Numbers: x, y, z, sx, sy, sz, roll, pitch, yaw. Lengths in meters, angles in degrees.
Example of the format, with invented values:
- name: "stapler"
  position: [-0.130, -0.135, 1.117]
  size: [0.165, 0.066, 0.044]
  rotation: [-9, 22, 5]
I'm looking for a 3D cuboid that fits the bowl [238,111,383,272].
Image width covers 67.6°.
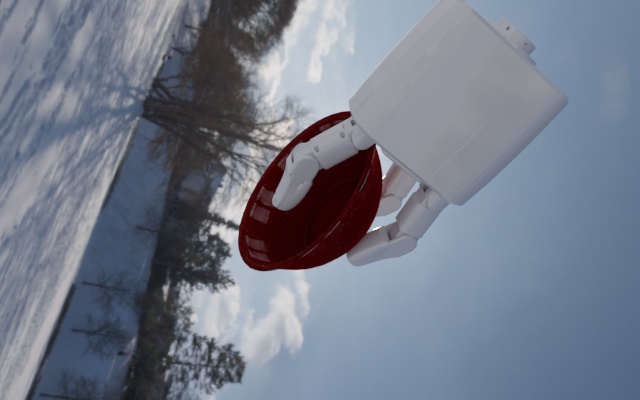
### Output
- name: "bowl"
  position: [-0.001, 0.002, 0.422]
  size: [0.055, 0.162, 0.162]
  rotation: [38, -22, -31]
